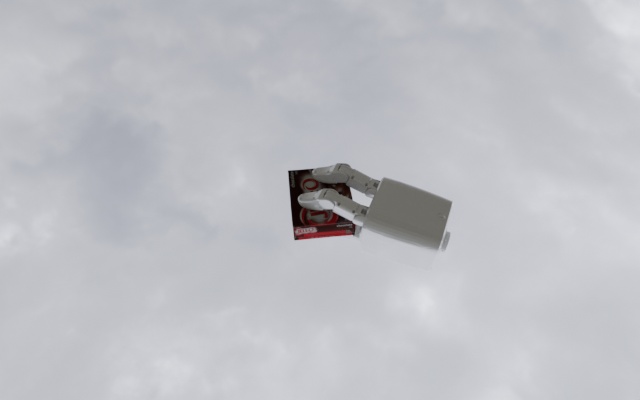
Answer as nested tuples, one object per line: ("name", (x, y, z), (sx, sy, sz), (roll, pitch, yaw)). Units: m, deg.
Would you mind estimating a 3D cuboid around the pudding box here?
("pudding box", (0.000, 0.002, 0.703), (0.090, 0.113, 0.039), (-5, -43, -5))
